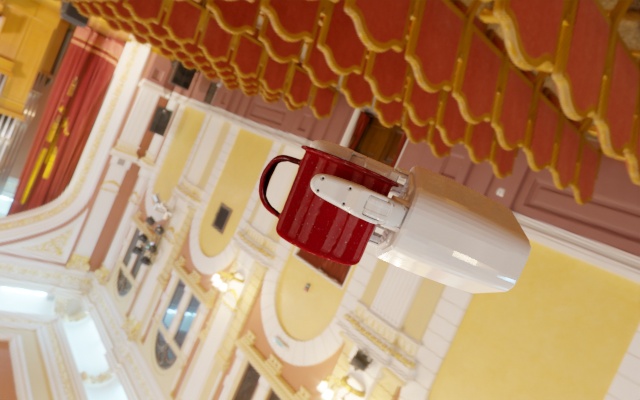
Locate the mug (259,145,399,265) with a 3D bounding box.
[{"bbox_3d":[-0.001,0.001,0.425,0.117,0.081,0.093,22,3,3],"label":"mug"}]
